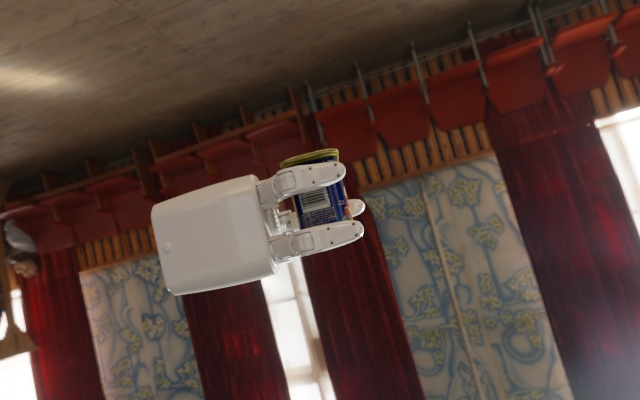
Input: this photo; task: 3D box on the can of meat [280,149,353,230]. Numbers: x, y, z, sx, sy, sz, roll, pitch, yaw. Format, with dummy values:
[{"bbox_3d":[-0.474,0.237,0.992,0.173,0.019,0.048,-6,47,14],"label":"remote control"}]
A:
[{"bbox_3d":[0.000,0.002,0.482,0.057,0.084,0.102,-14,-6,1],"label":"can of meat"}]
